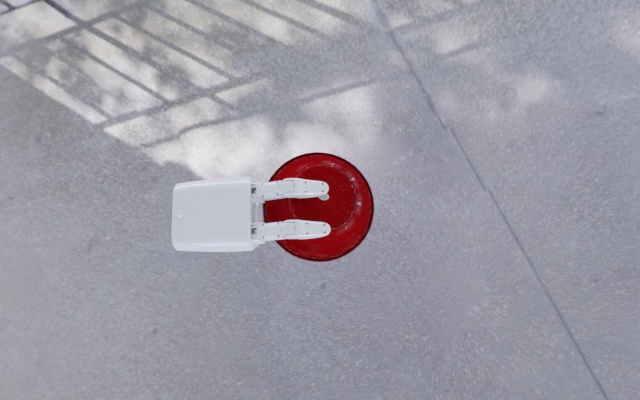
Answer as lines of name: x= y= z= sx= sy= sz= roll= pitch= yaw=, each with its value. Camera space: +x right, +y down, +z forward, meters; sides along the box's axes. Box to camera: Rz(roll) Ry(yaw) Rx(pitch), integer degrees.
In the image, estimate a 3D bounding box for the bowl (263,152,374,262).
bowl: x=0.001 y=0.002 z=0.662 sx=0.162 sy=0.162 sz=0.055 roll=0 pitch=-13 yaw=-6
